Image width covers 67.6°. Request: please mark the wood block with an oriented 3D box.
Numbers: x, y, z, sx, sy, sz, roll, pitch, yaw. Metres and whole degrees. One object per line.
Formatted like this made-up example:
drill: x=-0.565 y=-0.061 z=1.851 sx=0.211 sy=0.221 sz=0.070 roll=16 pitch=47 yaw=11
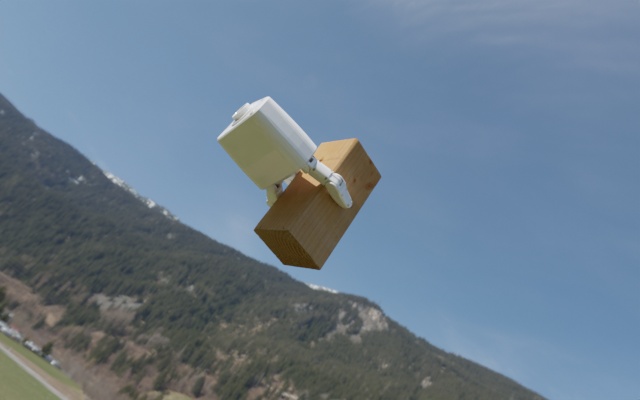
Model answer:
wood block: x=0.000 y=0.002 z=0.774 sx=0.091 sy=0.090 sz=0.206 roll=-1 pitch=44 yaw=47
